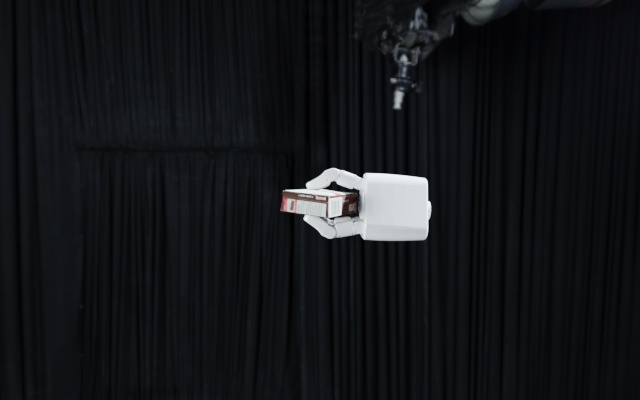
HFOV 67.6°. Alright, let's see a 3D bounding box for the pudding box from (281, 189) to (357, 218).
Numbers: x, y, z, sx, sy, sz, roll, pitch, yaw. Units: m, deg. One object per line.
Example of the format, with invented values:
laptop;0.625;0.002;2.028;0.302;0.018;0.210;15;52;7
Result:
pudding box;0.000;0.002;0.809;0.090;0.039;0.113;6;5;27
